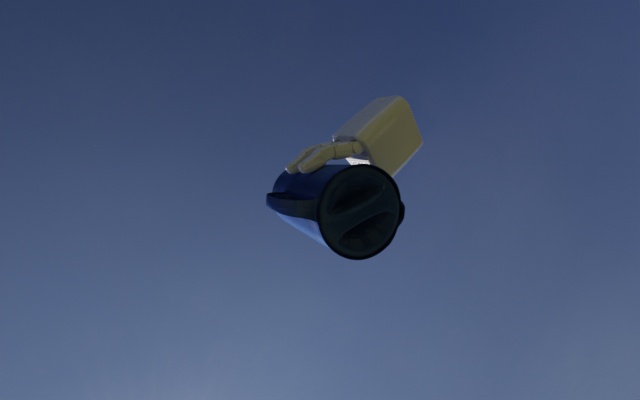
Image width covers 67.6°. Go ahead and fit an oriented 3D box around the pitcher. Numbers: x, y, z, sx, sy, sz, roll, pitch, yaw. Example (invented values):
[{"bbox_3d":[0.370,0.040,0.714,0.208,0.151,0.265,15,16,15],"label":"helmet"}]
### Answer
[{"bbox_3d":[0.000,0.002,0.749,0.145,0.149,0.243,-45,22,-13],"label":"pitcher"}]
